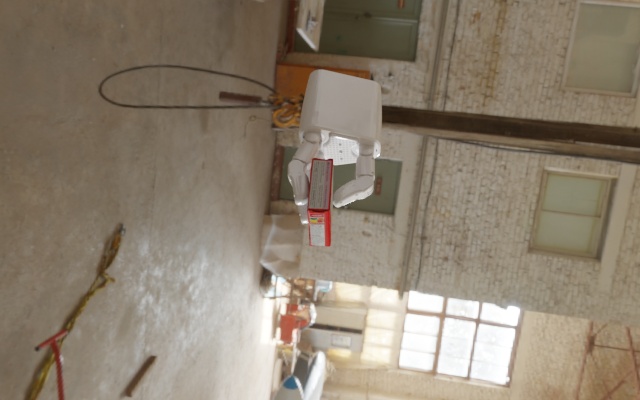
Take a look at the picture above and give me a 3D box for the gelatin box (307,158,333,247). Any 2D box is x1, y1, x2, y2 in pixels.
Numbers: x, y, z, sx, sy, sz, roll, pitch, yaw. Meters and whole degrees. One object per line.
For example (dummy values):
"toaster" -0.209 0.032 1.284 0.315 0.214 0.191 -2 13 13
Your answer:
"gelatin box" 0.001 0.002 0.603 0.030 0.089 0.073 1 -40 2
